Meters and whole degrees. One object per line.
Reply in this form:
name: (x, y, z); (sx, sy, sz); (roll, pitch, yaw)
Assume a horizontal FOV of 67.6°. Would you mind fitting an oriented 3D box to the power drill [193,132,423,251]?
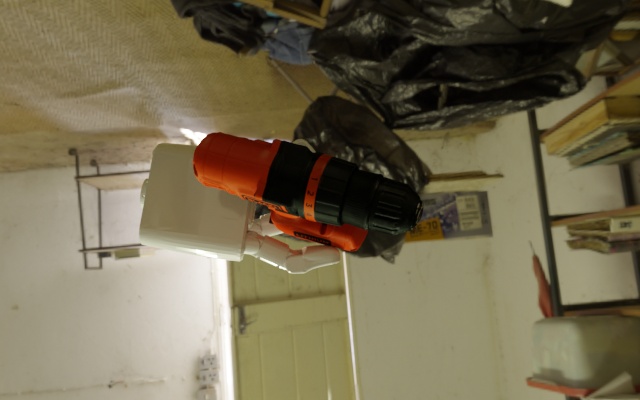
power drill: (0.000, 0.002, 0.434); (0.184, 0.057, 0.188); (17, -11, 14)
